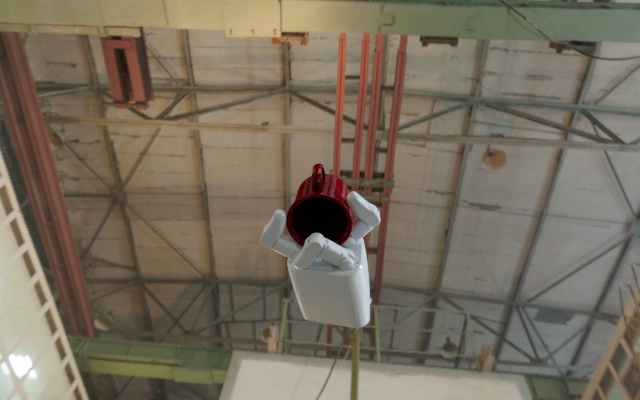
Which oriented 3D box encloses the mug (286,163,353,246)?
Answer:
[{"bbox_3d":[0.000,0.001,0.688,0.093,0.117,0.081,-4,29,8],"label":"mug"}]
